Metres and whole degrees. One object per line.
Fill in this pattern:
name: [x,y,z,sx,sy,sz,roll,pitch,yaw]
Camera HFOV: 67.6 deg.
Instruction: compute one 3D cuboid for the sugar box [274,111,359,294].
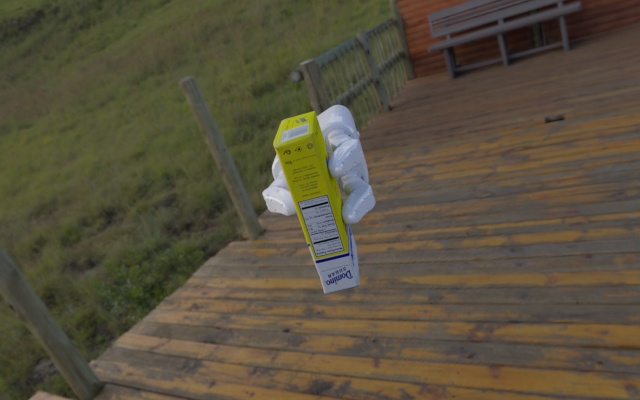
sugar box: [0.001,0.001,0.516,0.048,0.176,0.093,-17,23,9]
